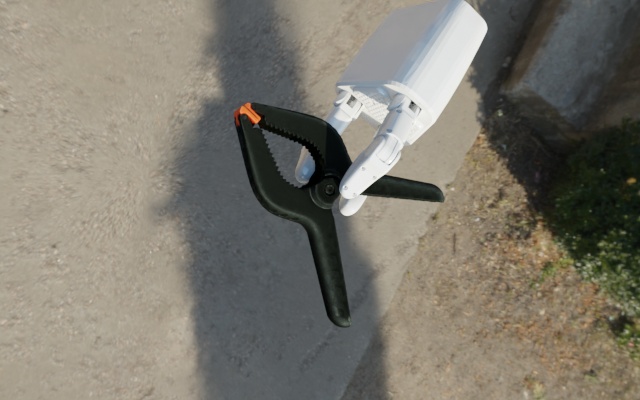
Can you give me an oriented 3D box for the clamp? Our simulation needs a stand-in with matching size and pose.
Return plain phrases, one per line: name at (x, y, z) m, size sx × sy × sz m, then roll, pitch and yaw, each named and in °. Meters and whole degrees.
clamp at (0.000, 0.001, 0.423) m, size 0.210 × 0.164 × 0.036 m, roll 37°, pitch -13°, yaw -18°
